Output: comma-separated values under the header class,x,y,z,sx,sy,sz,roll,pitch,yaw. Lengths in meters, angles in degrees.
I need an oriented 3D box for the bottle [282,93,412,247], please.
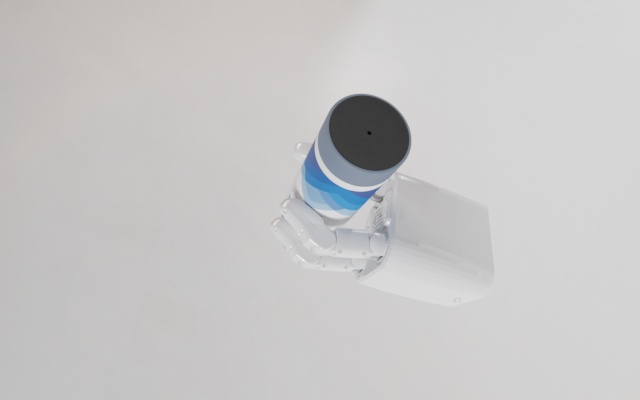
class,x,y,z,sx,sy,sz,roll,pitch,yaw
bottle,0.000,0.001,0.480,0.069,0.069,0.296,0,-20,-15
